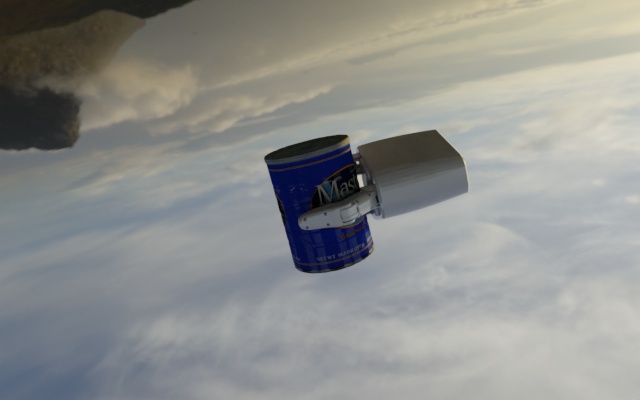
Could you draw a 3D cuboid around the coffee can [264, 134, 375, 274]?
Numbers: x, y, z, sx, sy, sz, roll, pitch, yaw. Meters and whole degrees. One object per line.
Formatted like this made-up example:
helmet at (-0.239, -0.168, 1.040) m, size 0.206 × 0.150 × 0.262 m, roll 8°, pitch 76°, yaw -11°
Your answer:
coffee can at (0.000, 0.002, 0.574) m, size 0.103 × 0.140 × 0.102 m, roll -14°, pitch 14°, yaw 4°
